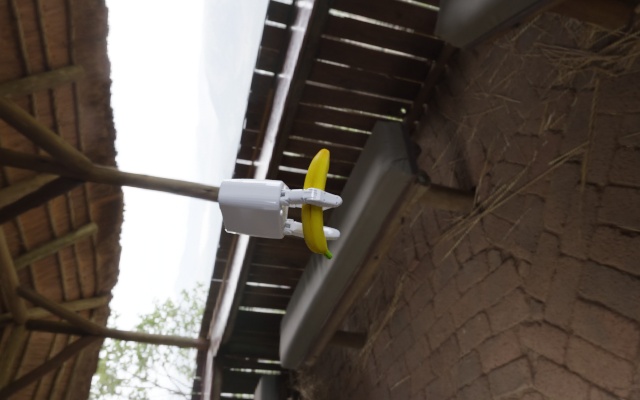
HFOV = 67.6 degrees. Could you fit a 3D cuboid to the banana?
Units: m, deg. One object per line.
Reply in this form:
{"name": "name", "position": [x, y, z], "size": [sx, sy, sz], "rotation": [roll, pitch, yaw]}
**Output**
{"name": "banana", "position": [-0.007, 0.006, 0.834], "size": [0.037, 0.198, 0.069], "rotation": [0, -1, 23]}
